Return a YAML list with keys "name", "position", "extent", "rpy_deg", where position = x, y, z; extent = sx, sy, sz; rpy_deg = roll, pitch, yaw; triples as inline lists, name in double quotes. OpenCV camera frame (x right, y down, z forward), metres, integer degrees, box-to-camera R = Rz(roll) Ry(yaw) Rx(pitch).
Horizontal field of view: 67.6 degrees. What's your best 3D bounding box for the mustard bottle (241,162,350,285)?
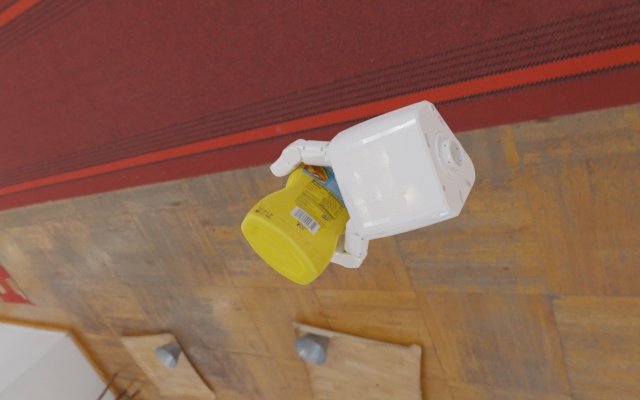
- name: "mustard bottle"
  position: [0.000, 0.002, 0.547]
  extent: [0.058, 0.096, 0.191]
  rpy_deg: [-49, 0, 44]
